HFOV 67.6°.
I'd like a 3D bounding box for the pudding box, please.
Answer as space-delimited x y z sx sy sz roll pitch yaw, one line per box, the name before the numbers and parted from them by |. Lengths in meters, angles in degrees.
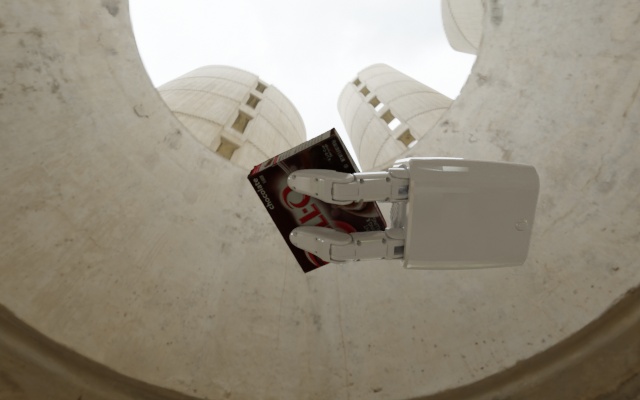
pudding box | 0.000 0.001 0.443 0.090 0.113 0.039 -25 17 12
